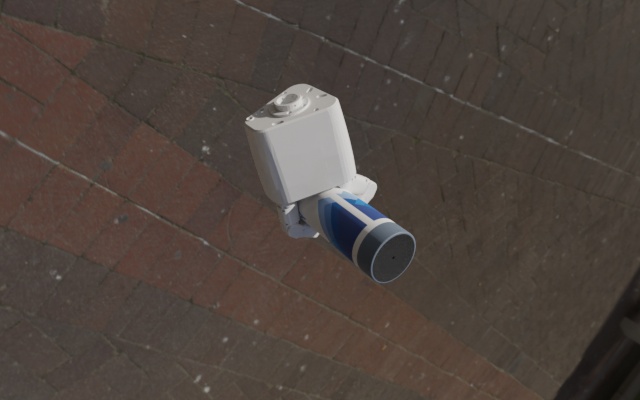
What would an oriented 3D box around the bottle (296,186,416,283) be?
[{"bbox_3d":[0.000,0.002,0.636,0.069,0.069,0.295,0,25,-38],"label":"bottle"}]
